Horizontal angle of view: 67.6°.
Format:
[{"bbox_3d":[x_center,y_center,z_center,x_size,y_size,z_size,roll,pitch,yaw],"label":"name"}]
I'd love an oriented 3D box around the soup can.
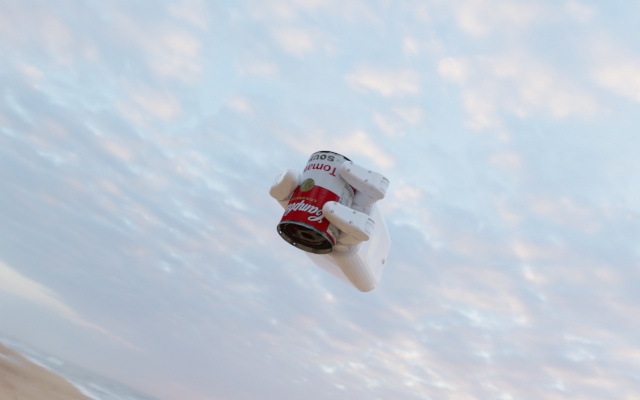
[{"bbox_3d":[0.000,0.001,0.552,0.068,0.102,0.068,18,-28,10],"label":"soup can"}]
